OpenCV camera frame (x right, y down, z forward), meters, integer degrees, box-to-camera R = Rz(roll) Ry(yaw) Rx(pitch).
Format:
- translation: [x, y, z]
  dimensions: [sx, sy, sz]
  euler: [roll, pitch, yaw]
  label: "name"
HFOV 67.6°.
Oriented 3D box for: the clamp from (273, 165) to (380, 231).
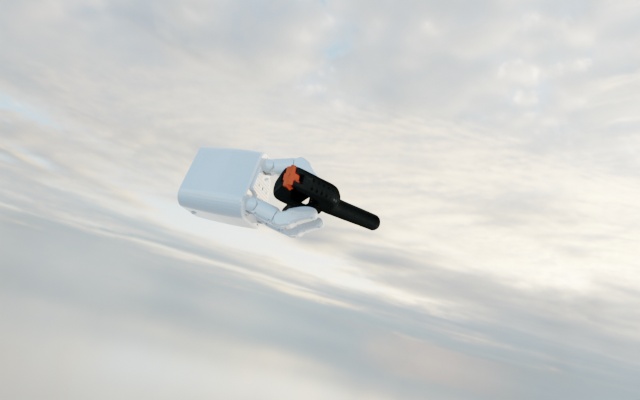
- translation: [0.000, 0.001, 0.688]
  dimensions: [0.164, 0.036, 0.210]
  euler: [6, -17, 12]
  label: "clamp"
